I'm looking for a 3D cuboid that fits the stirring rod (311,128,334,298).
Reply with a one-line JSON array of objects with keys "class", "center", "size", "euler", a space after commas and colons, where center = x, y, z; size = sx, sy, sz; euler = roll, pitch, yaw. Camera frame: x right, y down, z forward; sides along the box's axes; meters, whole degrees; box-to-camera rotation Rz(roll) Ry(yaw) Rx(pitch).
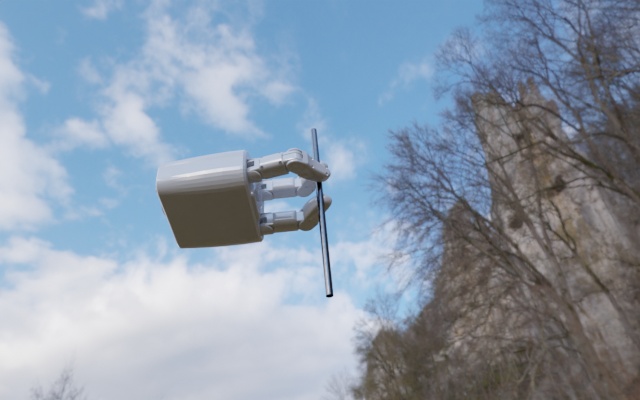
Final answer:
[{"class": "stirring rod", "center": [0.000, 0.002, 0.554], "size": [0.011, 0.239, 0.011], "euler": [-3, -38, -3]}]
